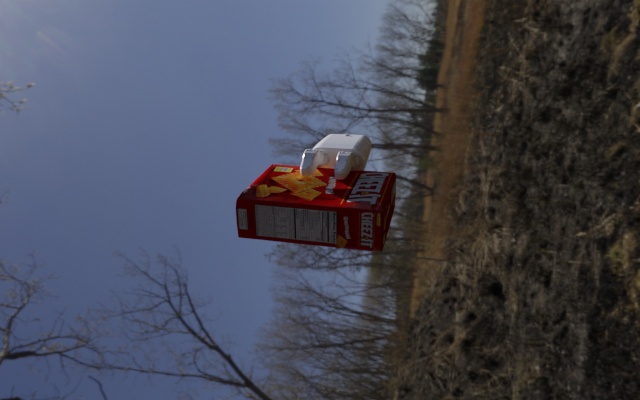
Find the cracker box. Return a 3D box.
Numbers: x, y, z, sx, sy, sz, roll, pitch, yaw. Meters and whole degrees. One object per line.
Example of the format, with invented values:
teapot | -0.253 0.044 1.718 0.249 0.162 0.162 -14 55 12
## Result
cracker box | 0.000 0.003 0.731 0.213 0.072 0.164 4 23 14
